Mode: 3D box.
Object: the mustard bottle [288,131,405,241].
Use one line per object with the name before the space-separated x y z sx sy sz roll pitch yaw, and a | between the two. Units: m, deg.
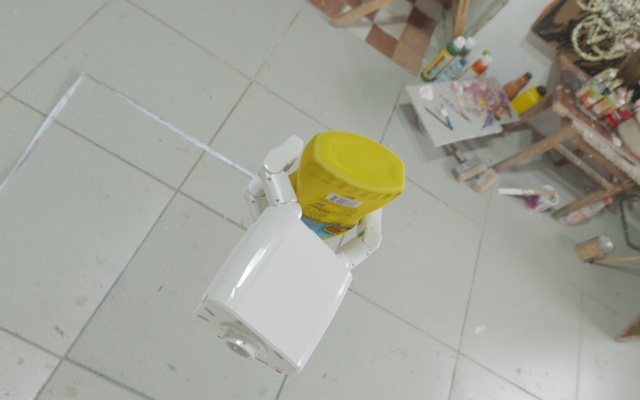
mustard bottle | 0.000 0.001 0.504 0.096 0.058 0.192 16 -29 -19
